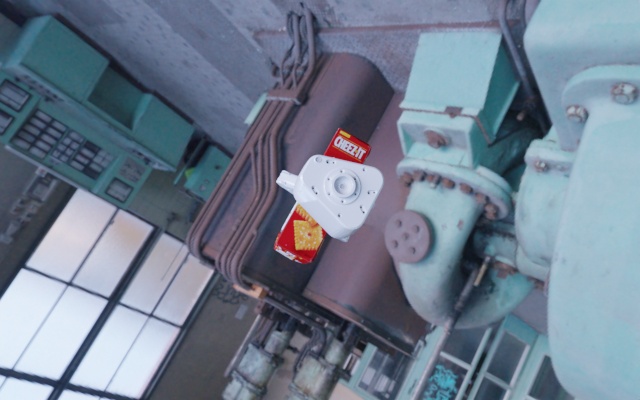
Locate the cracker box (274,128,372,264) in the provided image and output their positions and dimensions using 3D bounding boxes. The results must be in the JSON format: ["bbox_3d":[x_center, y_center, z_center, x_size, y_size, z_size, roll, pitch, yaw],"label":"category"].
[{"bbox_3d":[0.000,0.003,0.823,0.072,0.213,0.164,29,-11,-1],"label":"cracker box"}]
